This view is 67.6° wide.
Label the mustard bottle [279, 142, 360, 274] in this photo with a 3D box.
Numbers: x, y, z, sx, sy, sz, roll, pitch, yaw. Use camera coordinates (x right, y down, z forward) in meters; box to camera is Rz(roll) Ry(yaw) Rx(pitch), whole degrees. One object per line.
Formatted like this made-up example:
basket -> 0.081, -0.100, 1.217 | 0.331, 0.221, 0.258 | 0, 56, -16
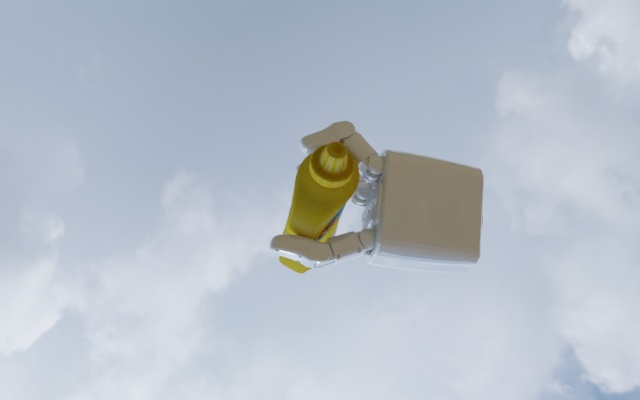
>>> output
mustard bottle -> 0.000, 0.002, 0.493 | 0.058, 0.096, 0.192 | 30, -29, 6
